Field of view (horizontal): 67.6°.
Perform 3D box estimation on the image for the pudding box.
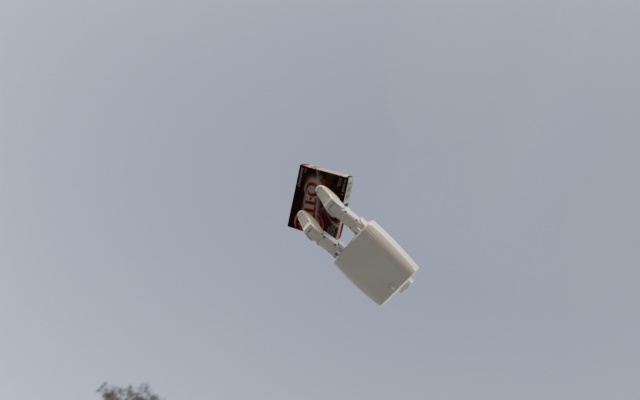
[{"bbox_3d":[0.000,0.003,0.805,0.090,0.113,0.039,16,11,19],"label":"pudding box"}]
